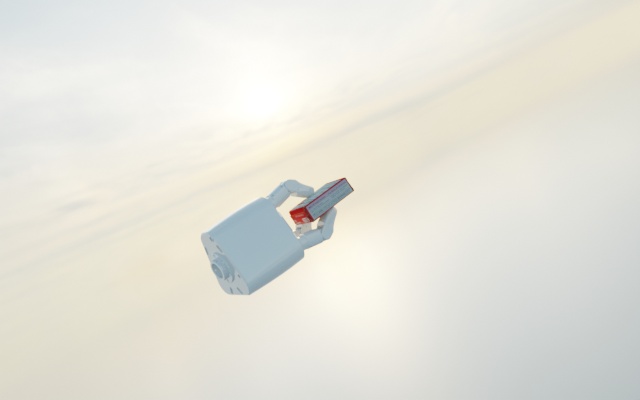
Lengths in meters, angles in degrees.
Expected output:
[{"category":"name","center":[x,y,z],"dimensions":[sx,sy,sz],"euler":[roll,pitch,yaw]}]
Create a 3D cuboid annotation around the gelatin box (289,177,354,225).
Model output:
[{"category":"gelatin box","center":[0.000,0.002,0.756],"dimensions":[0.089,0.030,0.073],"euler":[-37,8,-22]}]
